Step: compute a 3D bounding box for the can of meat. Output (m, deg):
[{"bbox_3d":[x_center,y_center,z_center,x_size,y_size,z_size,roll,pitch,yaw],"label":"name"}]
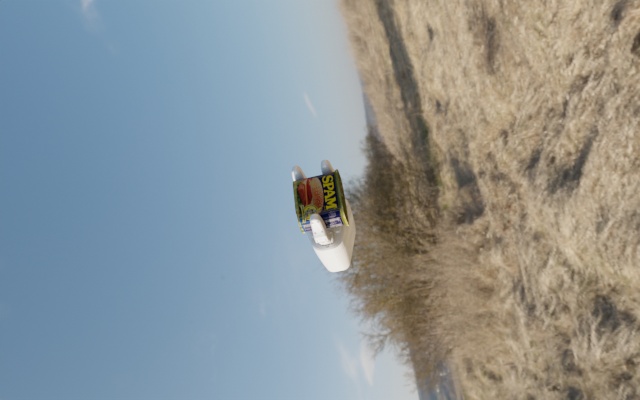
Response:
[{"bbox_3d":[0.000,0.003,0.847,0.084,0.102,0.057,-12,-31,8],"label":"can of meat"}]
